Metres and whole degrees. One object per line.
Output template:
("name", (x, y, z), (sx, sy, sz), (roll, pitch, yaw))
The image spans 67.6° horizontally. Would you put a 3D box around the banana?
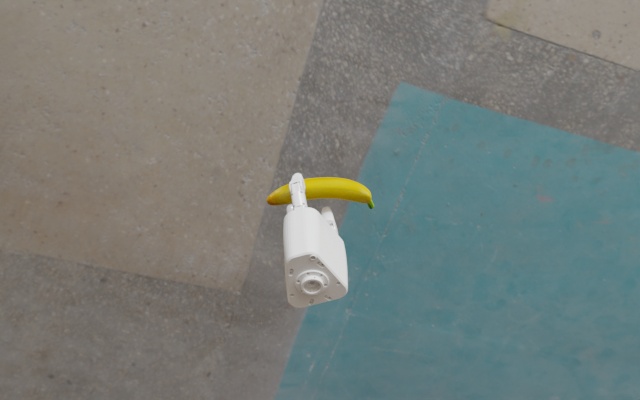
("banana", (0.006, -0.011, 0.838), (0.198, 0.070, 0.037), (4, 39, -9))
